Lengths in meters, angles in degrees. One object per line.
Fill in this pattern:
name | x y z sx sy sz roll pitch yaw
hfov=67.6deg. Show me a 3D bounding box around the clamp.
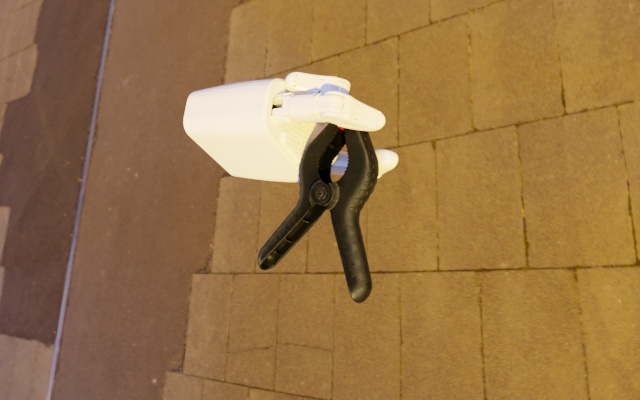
clamp | 0.000 0.001 0.444 0.120 0.171 0.039 4 -10 25
